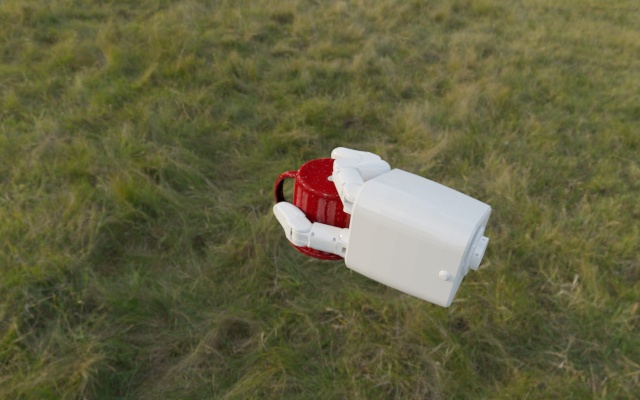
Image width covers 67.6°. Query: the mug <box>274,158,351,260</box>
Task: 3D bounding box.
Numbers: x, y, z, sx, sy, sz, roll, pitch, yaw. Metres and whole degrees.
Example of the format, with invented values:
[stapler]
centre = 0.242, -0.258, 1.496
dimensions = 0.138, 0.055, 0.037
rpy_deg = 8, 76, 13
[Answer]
[mug]
centre = -0.001, 0.001, 0.539
dimensions = 0.117, 0.082, 0.093
rpy_deg = 22, 38, 22
